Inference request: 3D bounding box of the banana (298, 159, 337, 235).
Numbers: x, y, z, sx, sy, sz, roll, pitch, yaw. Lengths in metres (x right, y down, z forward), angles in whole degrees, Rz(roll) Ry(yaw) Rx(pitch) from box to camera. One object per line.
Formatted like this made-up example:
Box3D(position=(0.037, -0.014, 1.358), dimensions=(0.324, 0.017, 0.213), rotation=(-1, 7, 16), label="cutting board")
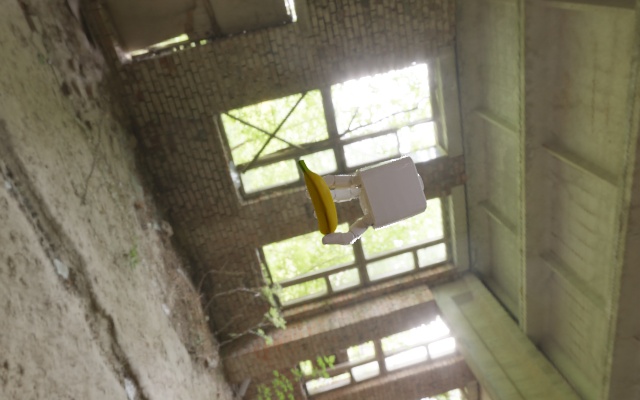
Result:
Box3D(position=(0.005, 0.013, 0.849), dimensions=(0.037, 0.069, 0.198), rotation=(-20, -43, -4), label="banana")
